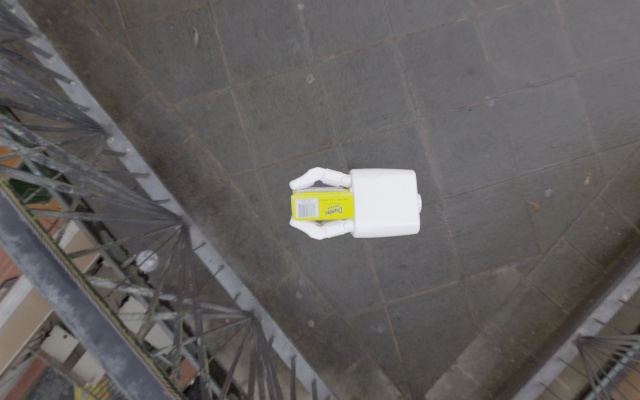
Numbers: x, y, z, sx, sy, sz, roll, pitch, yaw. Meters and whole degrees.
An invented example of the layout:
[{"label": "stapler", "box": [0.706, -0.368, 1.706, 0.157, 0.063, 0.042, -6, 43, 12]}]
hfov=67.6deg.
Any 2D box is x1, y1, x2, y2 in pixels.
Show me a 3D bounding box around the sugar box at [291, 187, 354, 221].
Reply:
[{"label": "sugar box", "box": [0.000, 0.003, 0.783, 0.093, 0.048, 0.176, -2, 2, -2]}]
